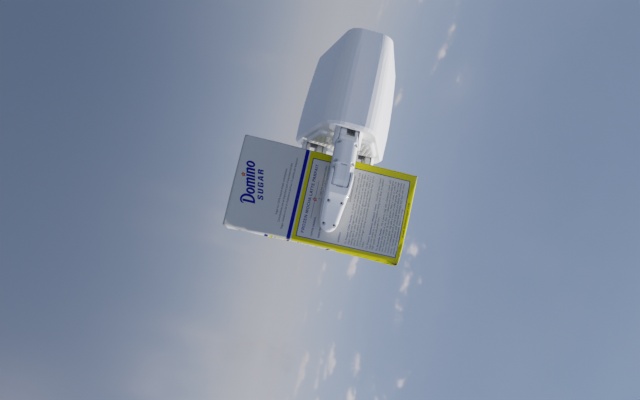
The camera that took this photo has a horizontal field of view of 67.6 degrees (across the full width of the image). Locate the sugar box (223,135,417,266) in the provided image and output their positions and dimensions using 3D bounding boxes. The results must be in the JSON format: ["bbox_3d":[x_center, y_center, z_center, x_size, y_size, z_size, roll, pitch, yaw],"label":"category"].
[{"bbox_3d":[0.000,0.002,0.480,0.176,0.093,0.048,14,-8,-3],"label":"sugar box"}]
